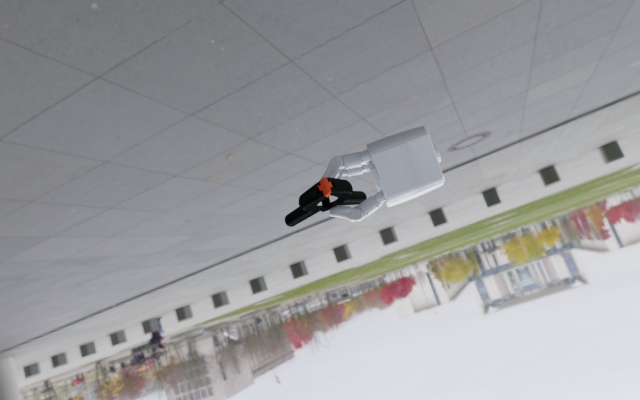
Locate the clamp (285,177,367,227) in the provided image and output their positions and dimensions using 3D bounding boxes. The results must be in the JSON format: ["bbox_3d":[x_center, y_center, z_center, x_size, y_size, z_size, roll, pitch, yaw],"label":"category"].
[{"bbox_3d":[0.001,0.003,0.841,0.164,0.036,0.210,-20,-11,4],"label":"clamp"}]
